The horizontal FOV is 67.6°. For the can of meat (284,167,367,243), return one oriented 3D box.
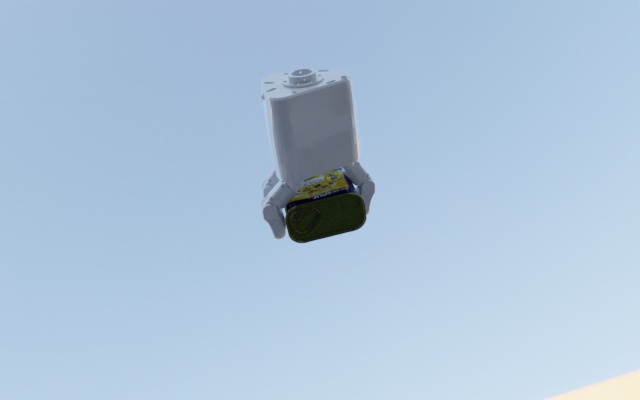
[{"bbox_3d":[0.000,0.002,0.629,0.102,0.057,0.084,-14,33,-4],"label":"can of meat"}]
